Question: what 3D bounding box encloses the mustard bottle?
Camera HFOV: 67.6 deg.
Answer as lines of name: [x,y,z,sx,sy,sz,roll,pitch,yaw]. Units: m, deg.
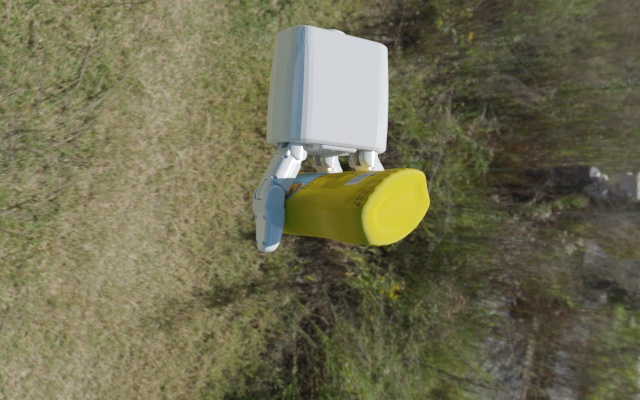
mustard bottle: [0.000,0.002,0.462,0.191,0.058,0.096,3,25,45]
